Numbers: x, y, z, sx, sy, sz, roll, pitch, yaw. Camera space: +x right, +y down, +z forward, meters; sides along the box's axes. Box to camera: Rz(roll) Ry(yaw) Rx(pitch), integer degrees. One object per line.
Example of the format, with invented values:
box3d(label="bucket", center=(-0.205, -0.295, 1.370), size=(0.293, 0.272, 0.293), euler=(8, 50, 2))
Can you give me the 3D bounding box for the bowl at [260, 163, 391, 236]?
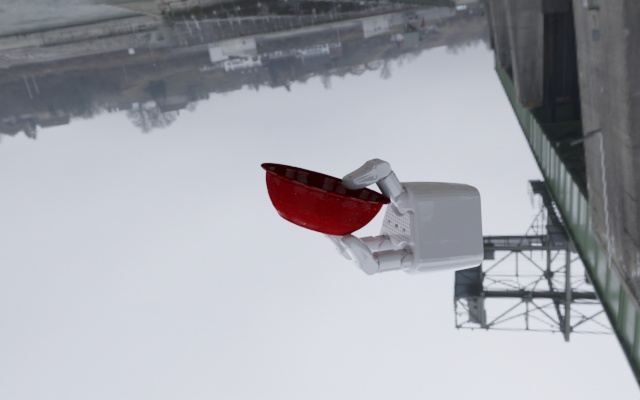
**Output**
box3d(label="bowl", center=(-0.001, 0.002, 0.576), size=(0.162, 0.055, 0.162), euler=(16, 9, -3))
